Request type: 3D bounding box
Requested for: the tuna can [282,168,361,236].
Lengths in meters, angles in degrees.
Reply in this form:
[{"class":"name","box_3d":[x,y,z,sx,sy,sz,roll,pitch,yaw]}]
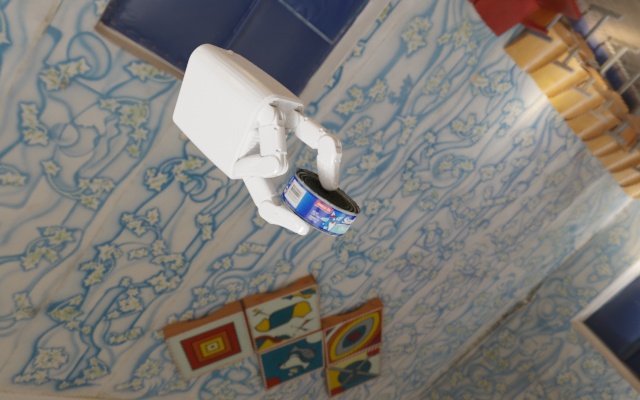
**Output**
[{"class":"tuna can","box_3d":[0.000,0.002,0.532,0.086,0.034,0.086,31,15,-9]}]
